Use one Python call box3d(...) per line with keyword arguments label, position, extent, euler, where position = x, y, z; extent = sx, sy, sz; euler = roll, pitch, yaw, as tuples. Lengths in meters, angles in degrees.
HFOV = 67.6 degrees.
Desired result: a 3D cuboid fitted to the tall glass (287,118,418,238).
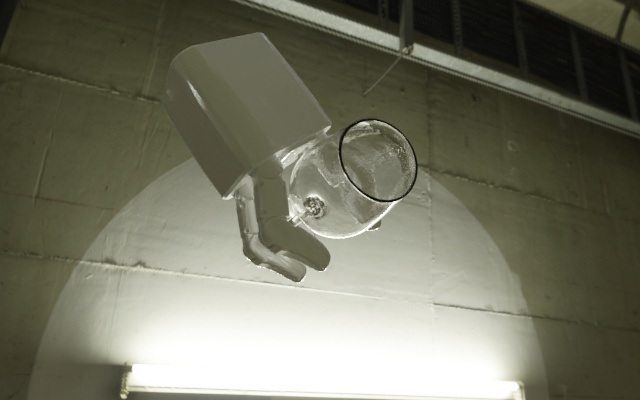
box3d(label="tall glass", position=(0.000, 0.002, 0.409), extent=(0.079, 0.079, 0.201), euler=(0, -17, -25))
